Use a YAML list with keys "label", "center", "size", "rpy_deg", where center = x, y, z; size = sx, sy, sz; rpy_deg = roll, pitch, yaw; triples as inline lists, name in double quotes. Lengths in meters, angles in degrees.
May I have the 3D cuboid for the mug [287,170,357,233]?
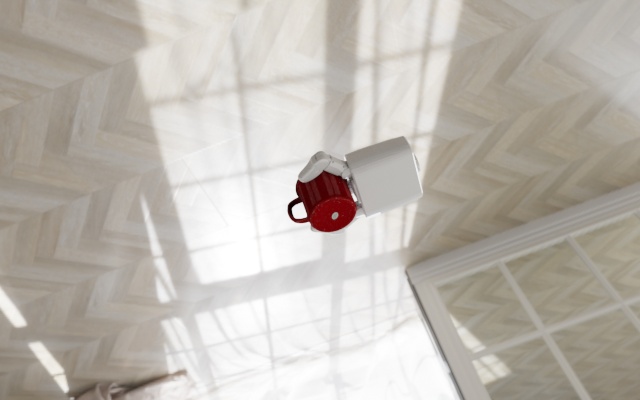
- label: "mug"
  center: [-0.001, 0.003, 0.793]
  size: [0.117, 0.081, 0.093]
  rpy_deg: [-21, -45, 1]
